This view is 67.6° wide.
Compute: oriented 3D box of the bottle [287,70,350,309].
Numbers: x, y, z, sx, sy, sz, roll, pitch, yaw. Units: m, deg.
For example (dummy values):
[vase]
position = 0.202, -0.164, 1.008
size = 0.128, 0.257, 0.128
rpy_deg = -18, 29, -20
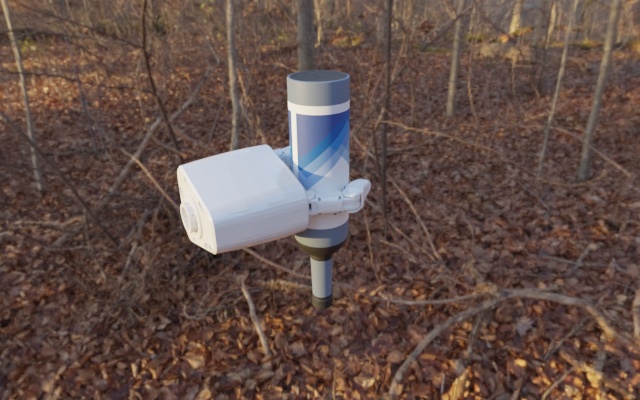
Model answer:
[bottle]
position = 0.000, 0.002, 0.566
size = 0.069, 0.296, 0.069
rpy_deg = -1, 25, 0
